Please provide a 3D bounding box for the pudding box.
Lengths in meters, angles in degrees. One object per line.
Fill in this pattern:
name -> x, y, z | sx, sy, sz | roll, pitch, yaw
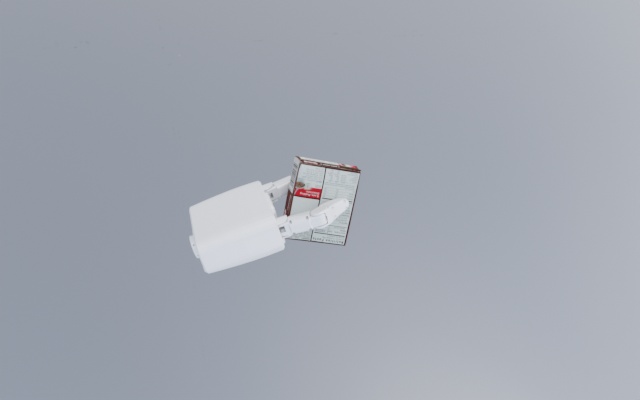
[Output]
pudding box -> 0.000, 0.002, 0.659 | 0.090, 0.113, 0.039 | 8, 16, -15
